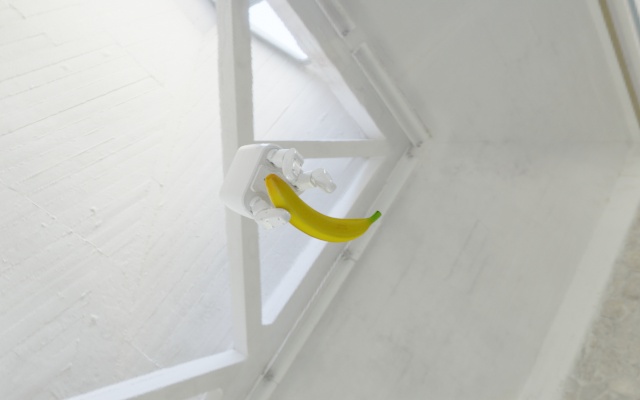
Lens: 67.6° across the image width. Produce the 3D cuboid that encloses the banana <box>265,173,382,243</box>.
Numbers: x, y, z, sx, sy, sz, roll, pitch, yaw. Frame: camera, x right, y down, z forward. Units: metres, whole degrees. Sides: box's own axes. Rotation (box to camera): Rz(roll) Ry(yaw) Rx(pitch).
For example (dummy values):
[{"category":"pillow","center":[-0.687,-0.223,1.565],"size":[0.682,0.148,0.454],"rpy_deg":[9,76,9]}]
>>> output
[{"category":"banana","center":[-0.003,0.021,0.694],"size":[0.198,0.069,0.037],"rpy_deg":[18,-2,-31]}]
